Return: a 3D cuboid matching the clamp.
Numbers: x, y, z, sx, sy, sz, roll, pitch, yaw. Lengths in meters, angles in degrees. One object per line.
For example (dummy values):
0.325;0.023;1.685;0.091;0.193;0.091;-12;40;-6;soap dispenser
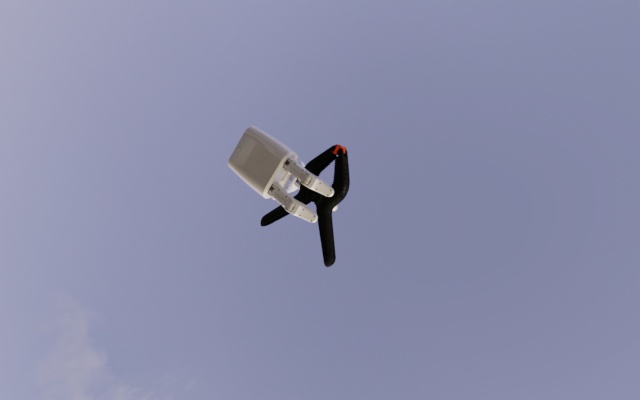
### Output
0.001;0.002;0.856;0.164;0.210;0.036;36;13;20;clamp
